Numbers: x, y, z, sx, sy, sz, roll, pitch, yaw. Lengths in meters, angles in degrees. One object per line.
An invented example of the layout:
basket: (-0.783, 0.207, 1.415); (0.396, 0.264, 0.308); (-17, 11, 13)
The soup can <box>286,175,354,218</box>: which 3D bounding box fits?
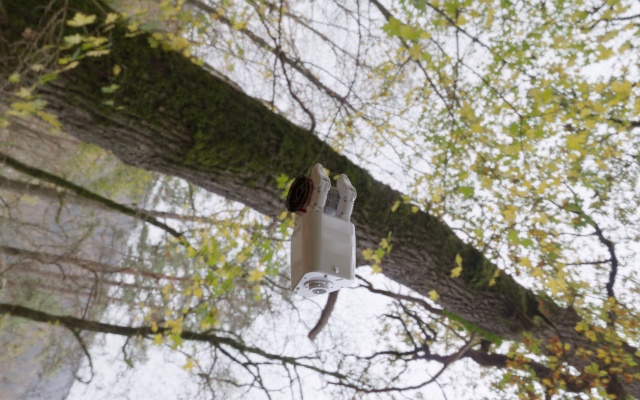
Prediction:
soup can: (0.000, 0.002, 0.846); (0.102, 0.068, 0.068); (19, -9, -28)
